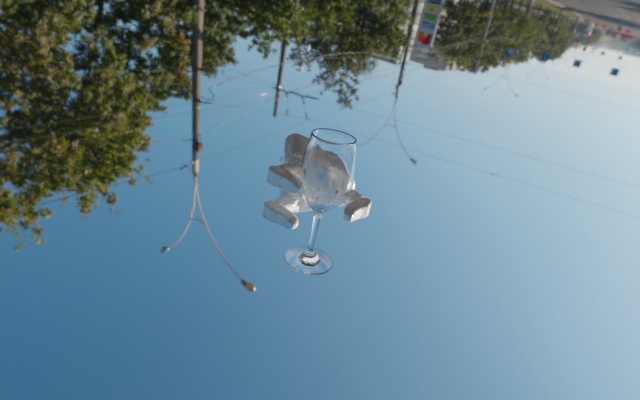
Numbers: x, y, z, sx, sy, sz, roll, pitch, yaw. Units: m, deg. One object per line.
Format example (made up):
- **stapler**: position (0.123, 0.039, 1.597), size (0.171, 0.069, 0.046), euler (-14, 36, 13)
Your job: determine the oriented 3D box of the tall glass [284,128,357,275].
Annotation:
- **tall glass**: position (0.000, 0.003, 0.678), size (0.079, 0.201, 0.079), euler (10, 25, -5)
